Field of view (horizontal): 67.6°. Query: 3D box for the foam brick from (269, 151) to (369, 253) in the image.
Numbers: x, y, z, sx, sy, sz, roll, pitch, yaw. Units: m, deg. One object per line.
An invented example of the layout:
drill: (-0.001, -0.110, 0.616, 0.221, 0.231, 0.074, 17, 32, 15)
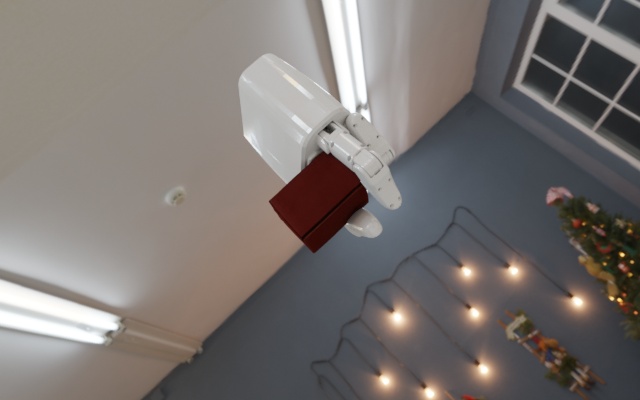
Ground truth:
foam brick: (0.000, 0.002, 0.449, 0.051, 0.078, 0.053, 44, -9, 21)
